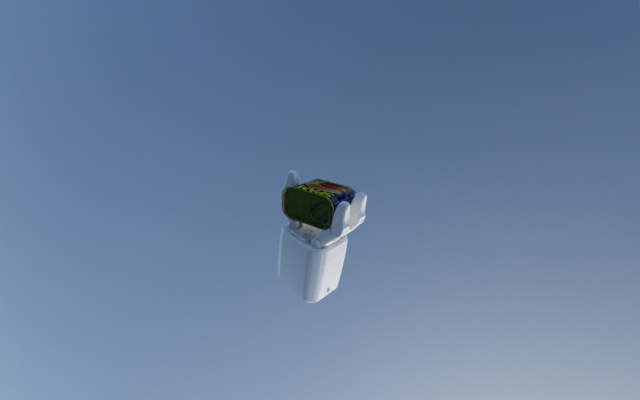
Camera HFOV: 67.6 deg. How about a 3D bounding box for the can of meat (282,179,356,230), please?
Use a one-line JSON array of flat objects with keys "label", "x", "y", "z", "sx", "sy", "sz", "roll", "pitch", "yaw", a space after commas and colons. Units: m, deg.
[{"label": "can of meat", "x": 0.000, "y": 0.002, "z": 0.813, "sx": 0.102, "sy": 0.057, "sz": 0.084, "roll": 17, "pitch": 23, "yaw": 30}]
